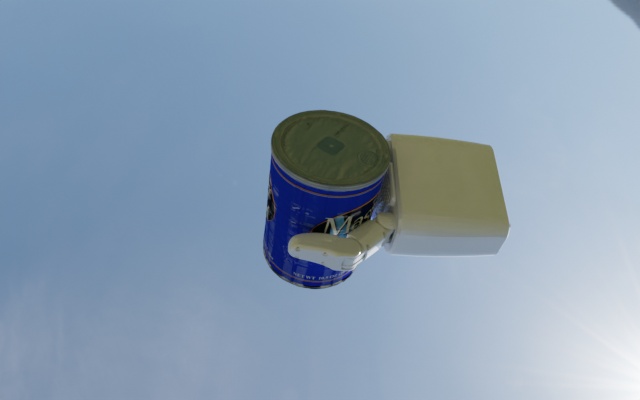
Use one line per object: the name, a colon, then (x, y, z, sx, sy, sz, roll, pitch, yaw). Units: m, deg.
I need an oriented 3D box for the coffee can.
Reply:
coffee can: (0.000, 0.001, 0.453, 0.103, 0.102, 0.140, 6, -45, -5)
